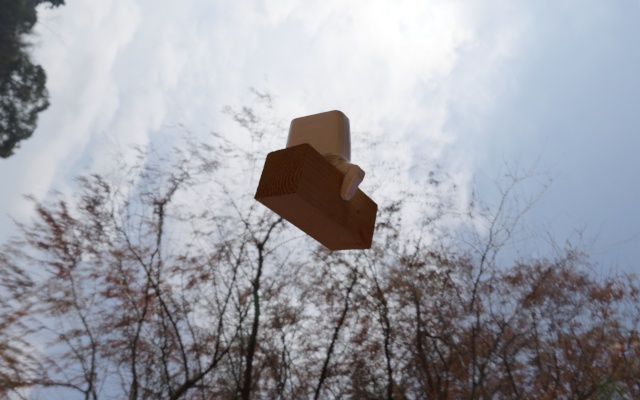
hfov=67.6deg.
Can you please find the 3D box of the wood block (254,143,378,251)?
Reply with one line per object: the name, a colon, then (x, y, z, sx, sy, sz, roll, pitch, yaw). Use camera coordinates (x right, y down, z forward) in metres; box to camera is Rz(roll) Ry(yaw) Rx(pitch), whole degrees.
wood block: (0.001, 0.002, 0.795, 0.091, 0.090, 0.206, -8, -32, 39)
